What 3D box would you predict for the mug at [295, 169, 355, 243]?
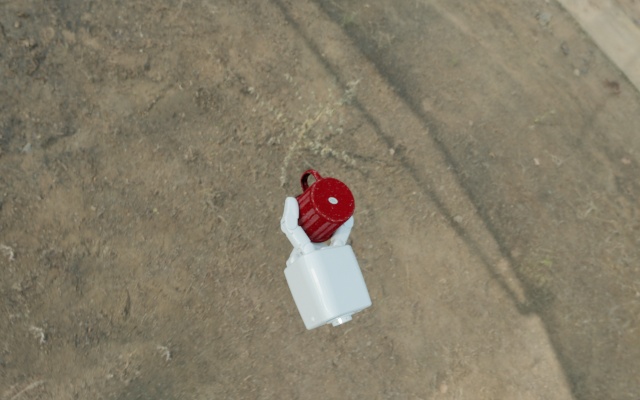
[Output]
[{"bbox_3d":[0.000,0.001,0.791,0.093,0.117,0.081,-12,-18,-32],"label":"mug"}]
